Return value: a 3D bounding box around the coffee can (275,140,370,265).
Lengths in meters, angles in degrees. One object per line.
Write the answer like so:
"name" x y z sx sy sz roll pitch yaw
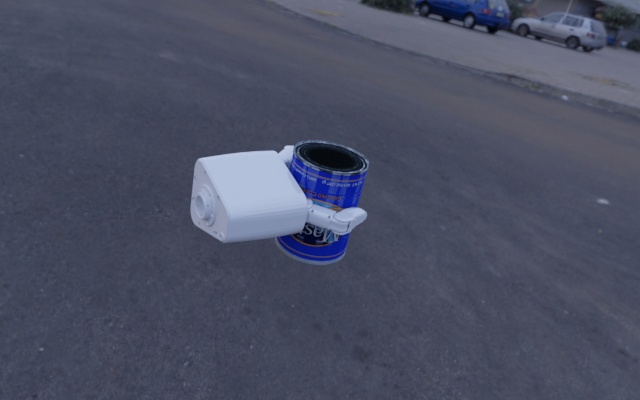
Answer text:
"coffee can" 0.000 0.002 0.654 0.103 0.140 0.102 11 27 -6
